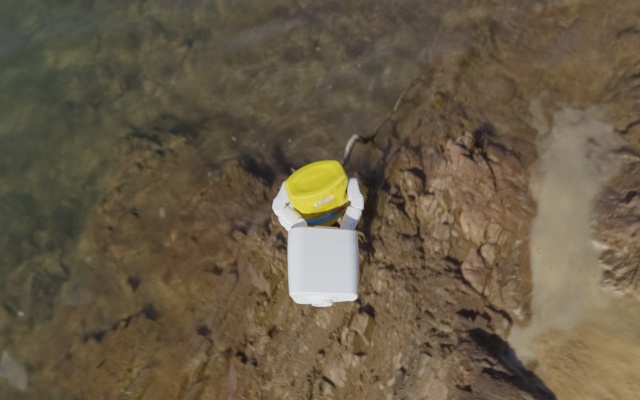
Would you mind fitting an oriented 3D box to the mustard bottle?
[{"bbox_3d":[0.000,0.002,0.808,0.096,0.058,0.192,-25,-22,-5],"label":"mustard bottle"}]
